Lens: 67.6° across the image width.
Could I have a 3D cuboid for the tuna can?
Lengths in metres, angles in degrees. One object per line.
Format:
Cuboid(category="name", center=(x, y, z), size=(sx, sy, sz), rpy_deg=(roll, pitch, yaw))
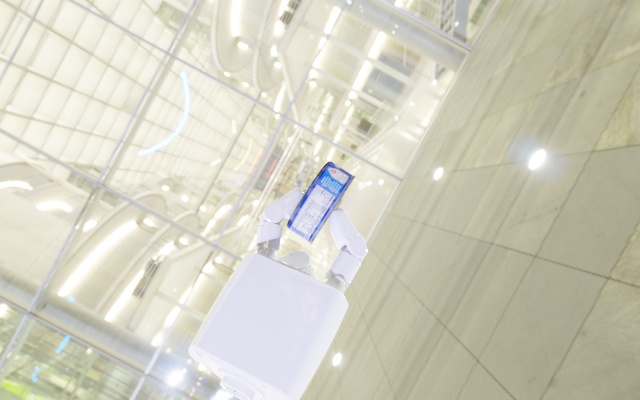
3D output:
Cuboid(category="tuna can", center=(0.000, 0.001, 0.504), size=(0.034, 0.086, 0.086), rpy_deg=(33, 1, 2))
